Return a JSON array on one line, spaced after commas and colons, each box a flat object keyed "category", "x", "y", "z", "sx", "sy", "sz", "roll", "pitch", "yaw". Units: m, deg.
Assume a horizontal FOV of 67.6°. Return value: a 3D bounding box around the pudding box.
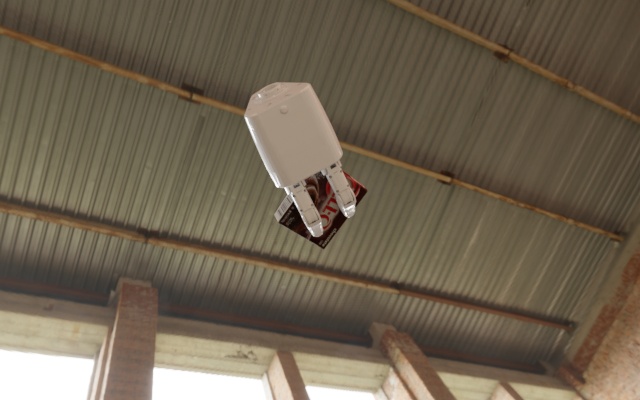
[{"category": "pudding box", "x": 0.000, "y": 0.002, "z": 0.694, "sx": 0.090, "sy": 0.113, "sz": 0.039, "roll": 33, "pitch": 9, "yaw": -28}]
